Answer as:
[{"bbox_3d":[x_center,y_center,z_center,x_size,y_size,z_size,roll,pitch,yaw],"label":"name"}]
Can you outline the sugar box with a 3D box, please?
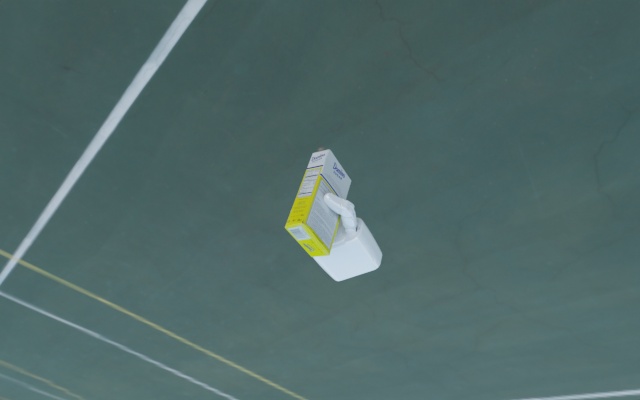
[{"bbox_3d":[0.000,0.003,0.861,0.048,0.176,0.093,-11,-46,31],"label":"sugar box"}]
